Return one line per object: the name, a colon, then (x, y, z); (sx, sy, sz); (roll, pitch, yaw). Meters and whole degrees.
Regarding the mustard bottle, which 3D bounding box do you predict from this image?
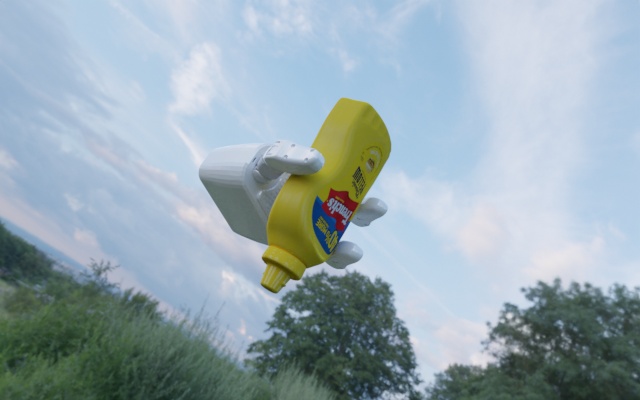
mustard bottle: (0.000, 0.001, 0.454); (0.058, 0.191, 0.096); (21, -23, 28)
